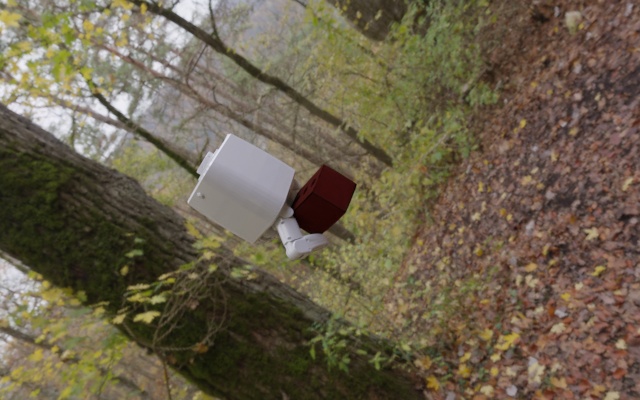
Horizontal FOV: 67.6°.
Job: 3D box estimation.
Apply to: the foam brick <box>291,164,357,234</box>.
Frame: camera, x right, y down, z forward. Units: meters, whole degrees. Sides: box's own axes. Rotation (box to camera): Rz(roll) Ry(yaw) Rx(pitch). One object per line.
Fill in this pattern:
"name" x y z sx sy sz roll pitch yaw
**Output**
"foam brick" 0.000 0.002 0.616 0.051 0.053 0.078 33 -42 -11
